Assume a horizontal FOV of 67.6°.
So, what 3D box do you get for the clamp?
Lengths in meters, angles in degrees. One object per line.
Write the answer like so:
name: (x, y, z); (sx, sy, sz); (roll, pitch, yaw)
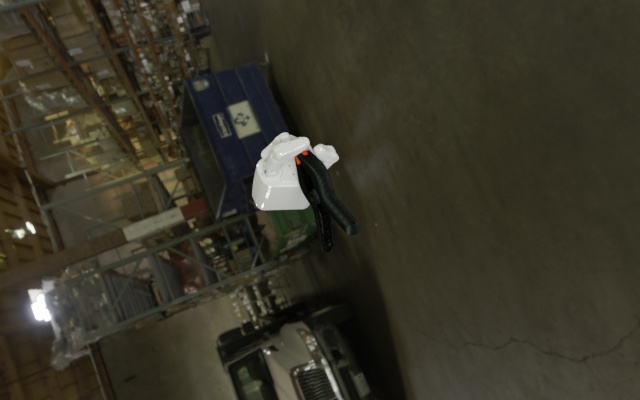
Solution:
clamp: (0.000, 0.002, 0.774); (0.039, 0.171, 0.120); (-13, -24, -32)
